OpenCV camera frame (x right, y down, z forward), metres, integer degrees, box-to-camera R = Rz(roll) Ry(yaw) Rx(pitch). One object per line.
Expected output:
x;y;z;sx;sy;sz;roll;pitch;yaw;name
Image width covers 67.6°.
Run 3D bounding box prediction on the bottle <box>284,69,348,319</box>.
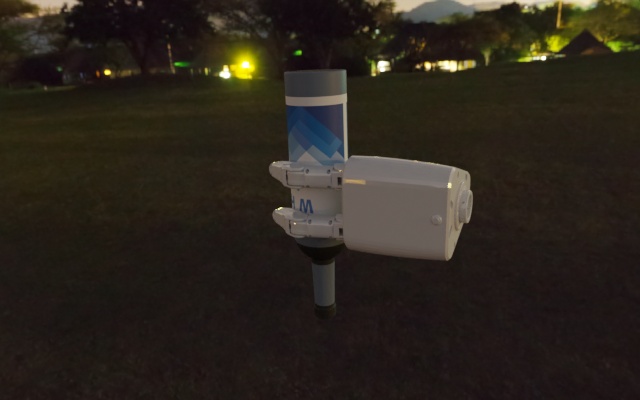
0.000;0.002;0.554;0.069;0.296;0.069;-2;18;1;bottle
